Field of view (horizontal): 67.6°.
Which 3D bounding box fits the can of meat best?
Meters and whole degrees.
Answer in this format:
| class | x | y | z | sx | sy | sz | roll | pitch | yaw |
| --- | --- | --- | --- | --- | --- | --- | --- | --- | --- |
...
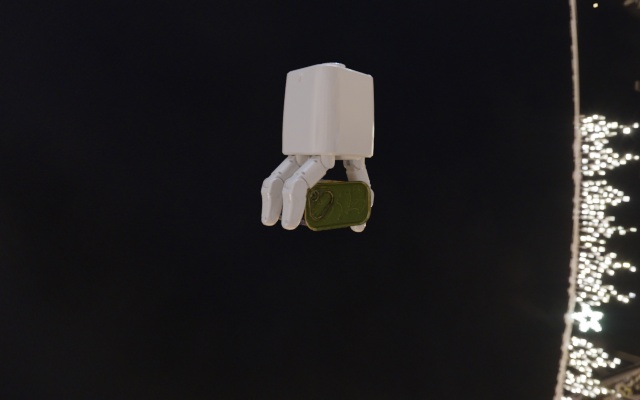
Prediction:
| class | x | y | z | sx | sy | sz | roll | pitch | yaw |
| --- | --- | --- | --- | --- | --- | --- | --- | --- | --- |
| can of meat | 0.000 | 0.002 | 0.620 | 0.102 | 0.057 | 0.084 | -5 | 8 | -35 |
